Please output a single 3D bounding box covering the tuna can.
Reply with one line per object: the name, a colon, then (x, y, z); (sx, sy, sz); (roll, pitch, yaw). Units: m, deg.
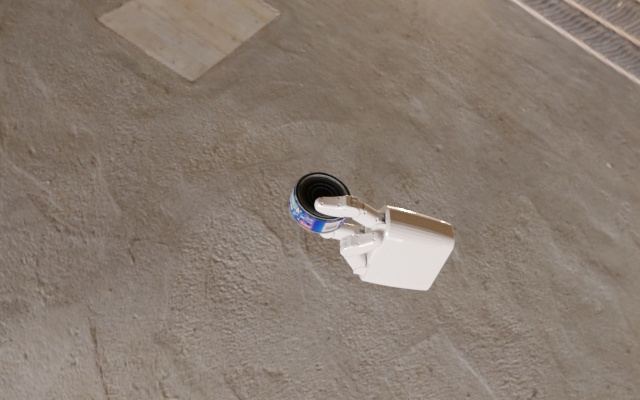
tuna can: (0.000, 0.002, 0.671); (0.086, 0.086, 0.034); (0, -35, -19)
